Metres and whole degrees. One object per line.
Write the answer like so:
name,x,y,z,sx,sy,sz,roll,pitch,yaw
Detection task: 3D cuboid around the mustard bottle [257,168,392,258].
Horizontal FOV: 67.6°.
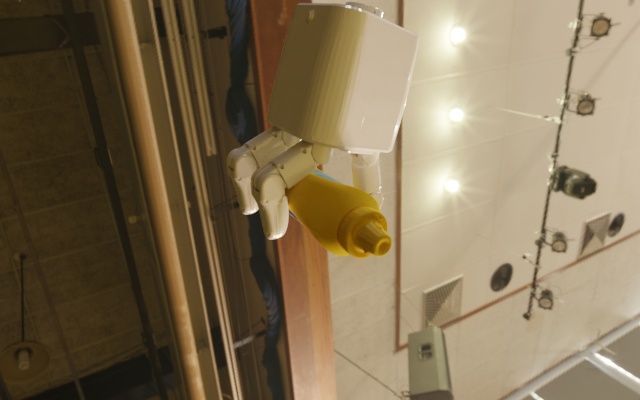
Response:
mustard bottle,0.000,0.002,0.434,0.096,0.058,0.191,34,0,-37
